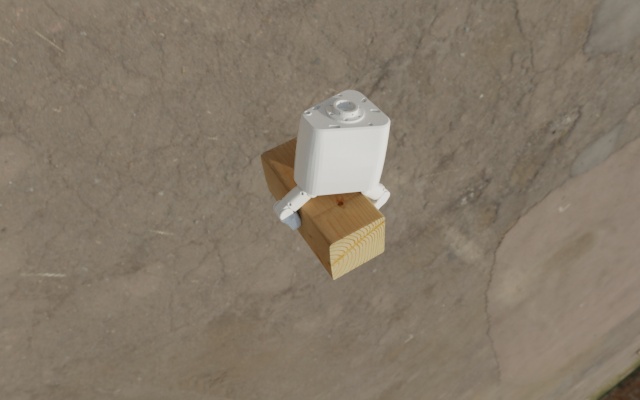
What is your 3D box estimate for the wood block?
[{"bbox_3d":[0.000,0.002,0.719,0.091,0.090,0.206,-27,52,-16],"label":"wood block"}]
